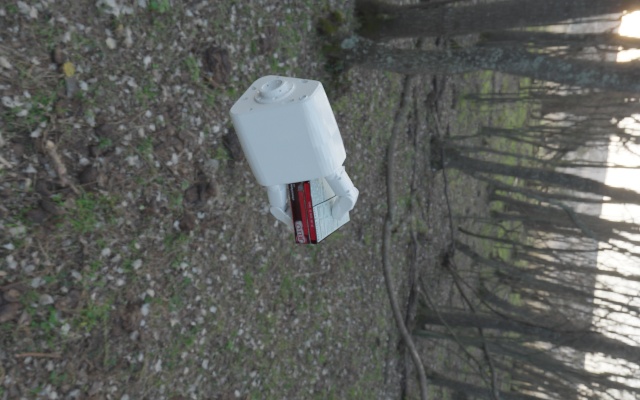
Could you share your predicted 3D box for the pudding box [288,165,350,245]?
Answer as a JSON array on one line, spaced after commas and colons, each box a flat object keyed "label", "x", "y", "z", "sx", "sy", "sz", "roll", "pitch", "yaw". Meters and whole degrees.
[{"label": "pudding box", "x": 0.000, "y": 0.002, "z": 0.665, "sx": 0.039, "sy": 0.090, "sz": 0.113, "roll": 2, "pitch": 15, "yaw": 29}]
